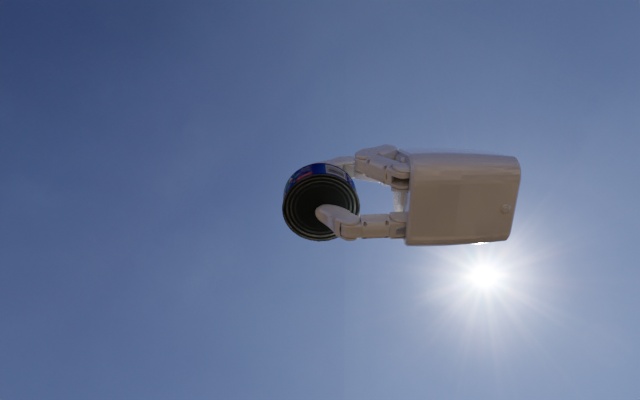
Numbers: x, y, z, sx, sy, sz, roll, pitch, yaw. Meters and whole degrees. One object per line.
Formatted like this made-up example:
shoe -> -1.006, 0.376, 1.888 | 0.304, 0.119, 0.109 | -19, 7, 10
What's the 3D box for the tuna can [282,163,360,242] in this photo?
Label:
tuna can -> 0.000, 0.001, 0.537 | 0.086, 0.086, 0.033 | 0, 30, -3
